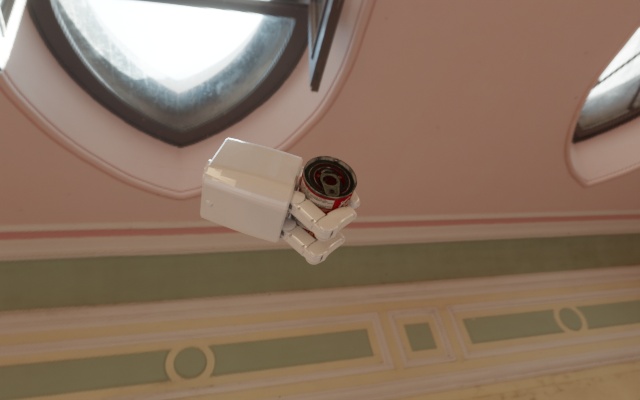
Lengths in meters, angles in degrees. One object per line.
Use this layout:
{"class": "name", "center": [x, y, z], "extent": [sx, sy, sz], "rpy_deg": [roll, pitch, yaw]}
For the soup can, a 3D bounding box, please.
{"class": "soup can", "center": [0.001, 0.002, 0.617], "extent": [0.068, 0.068, 0.102], "rpy_deg": [0, -39, -18]}
